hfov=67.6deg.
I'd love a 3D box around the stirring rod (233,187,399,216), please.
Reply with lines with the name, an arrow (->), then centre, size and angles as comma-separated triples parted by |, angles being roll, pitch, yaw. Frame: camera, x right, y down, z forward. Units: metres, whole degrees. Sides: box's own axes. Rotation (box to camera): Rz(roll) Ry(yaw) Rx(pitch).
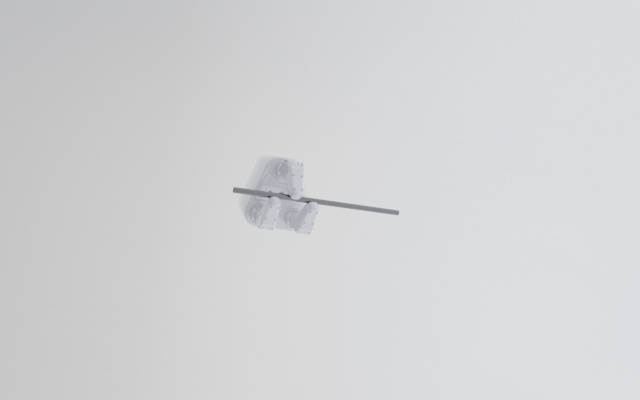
stirring rod -> 0.000, 0.002, 0.657 | 0.239, 0.011, 0.011 | 8, -3, -19
